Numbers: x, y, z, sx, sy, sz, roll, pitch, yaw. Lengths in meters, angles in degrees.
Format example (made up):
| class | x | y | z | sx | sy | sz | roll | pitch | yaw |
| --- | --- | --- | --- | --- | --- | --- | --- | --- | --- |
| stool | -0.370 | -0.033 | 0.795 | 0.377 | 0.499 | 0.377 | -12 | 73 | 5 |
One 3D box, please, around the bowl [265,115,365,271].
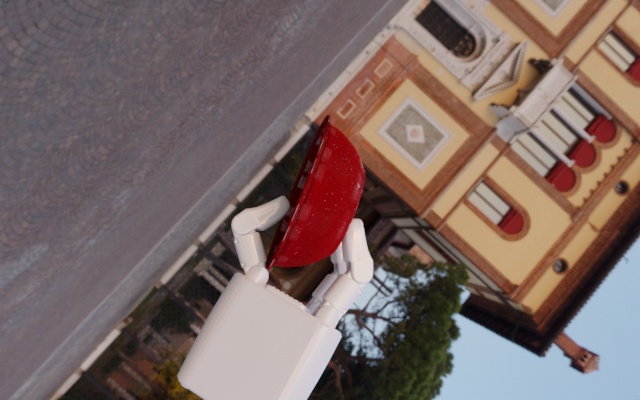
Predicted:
| class | x | y | z | sx | sy | sz | roll | pitch | yaw |
| --- | --- | --- | --- | --- | --- | --- | --- | --- | --- |
| bowl | 0.001 | 0.000 | 0.465 | 0.055 | 0.162 | 0.162 | 21 | -3 | -7 |
